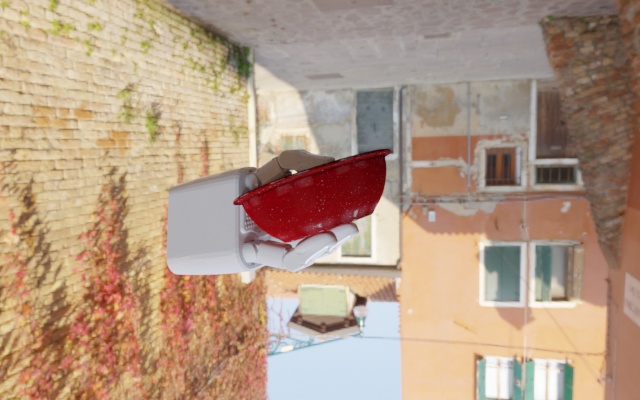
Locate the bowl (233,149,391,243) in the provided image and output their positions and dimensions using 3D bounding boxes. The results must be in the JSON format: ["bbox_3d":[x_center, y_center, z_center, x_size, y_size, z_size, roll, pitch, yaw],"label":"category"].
[{"bbox_3d":[0.001,0.002,0.467,0.162,0.055,0.162,-19,-2,-1],"label":"bowl"}]
